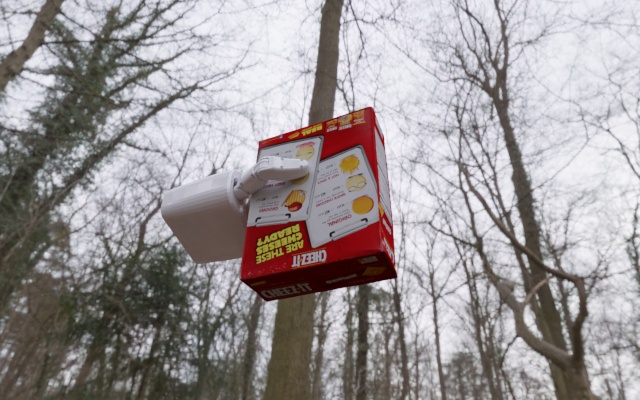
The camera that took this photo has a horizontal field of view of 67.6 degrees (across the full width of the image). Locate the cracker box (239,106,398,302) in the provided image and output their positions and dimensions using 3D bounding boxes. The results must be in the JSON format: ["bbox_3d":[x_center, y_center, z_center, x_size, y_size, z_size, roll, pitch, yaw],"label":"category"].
[{"bbox_3d":[0.000,0.002,0.576,0.164,0.213,0.072,-14,-40,19],"label":"cracker box"}]
